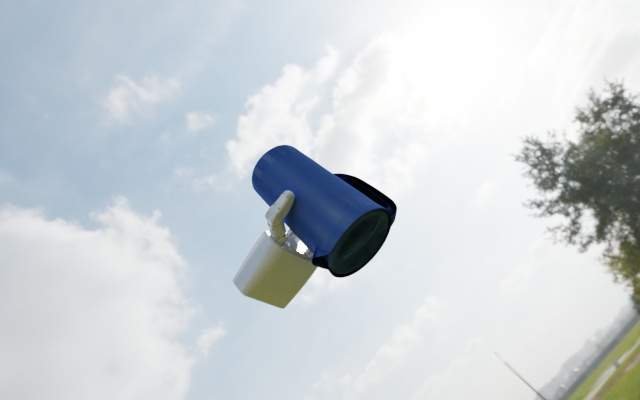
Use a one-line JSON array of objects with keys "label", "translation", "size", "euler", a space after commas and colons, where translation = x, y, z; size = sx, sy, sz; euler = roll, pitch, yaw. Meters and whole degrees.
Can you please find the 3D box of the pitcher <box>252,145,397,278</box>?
[{"label": "pitcher", "translation": [0.000, 0.003, 0.808], "size": [0.242, 0.145, 0.149], "euler": [41, 10, 34]}]
